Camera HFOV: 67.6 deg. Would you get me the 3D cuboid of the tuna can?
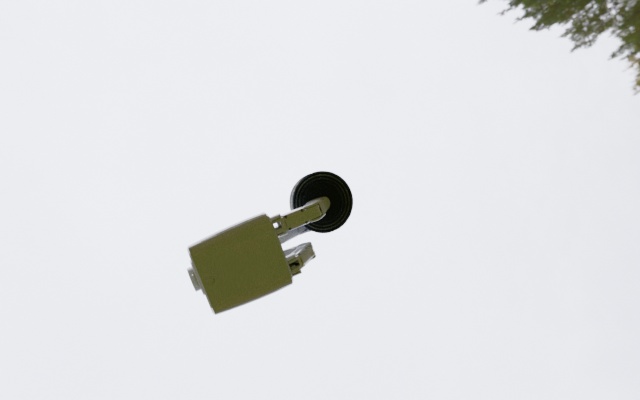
[{"bbox_3d":[0.000,0.002,0.669,0.086,0.086,0.034,0,0,-14],"label":"tuna can"}]
